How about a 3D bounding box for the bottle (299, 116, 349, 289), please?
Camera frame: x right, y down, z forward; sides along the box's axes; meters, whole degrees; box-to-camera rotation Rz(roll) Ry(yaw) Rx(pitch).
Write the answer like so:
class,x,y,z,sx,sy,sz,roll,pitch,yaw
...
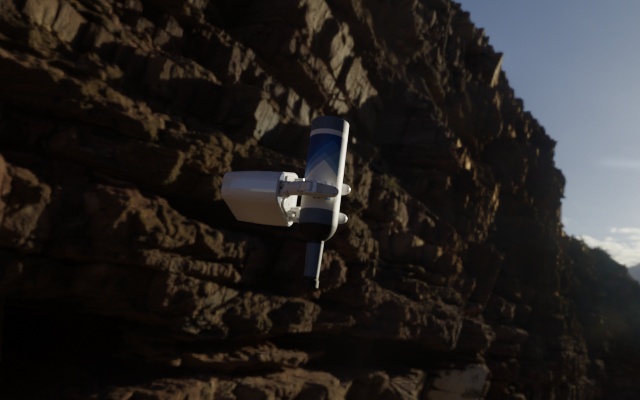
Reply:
class,x,y,z,sx,sy,sz,roll,pitch,yaw
bottle,0.000,0.002,0.824,0.069,0.295,0.069,7,-14,2
